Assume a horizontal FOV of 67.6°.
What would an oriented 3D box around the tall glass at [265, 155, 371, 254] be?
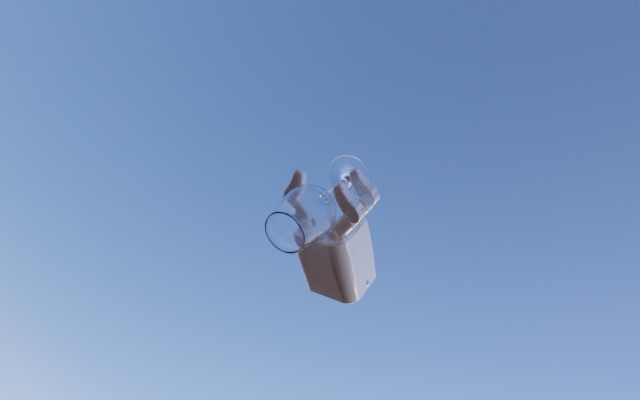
[{"bbox_3d":[0.000,0.002,0.697,0.079,0.079,0.201,0,24,31],"label":"tall glass"}]
